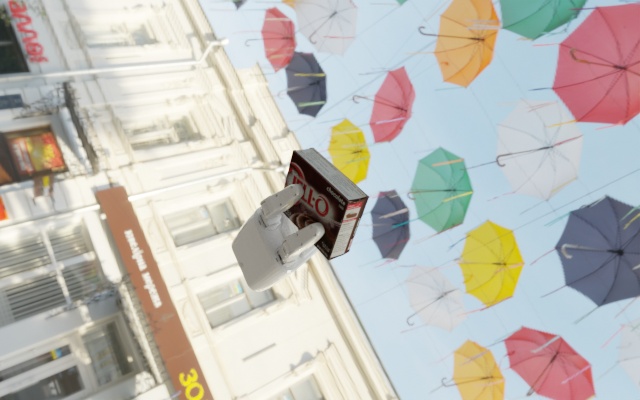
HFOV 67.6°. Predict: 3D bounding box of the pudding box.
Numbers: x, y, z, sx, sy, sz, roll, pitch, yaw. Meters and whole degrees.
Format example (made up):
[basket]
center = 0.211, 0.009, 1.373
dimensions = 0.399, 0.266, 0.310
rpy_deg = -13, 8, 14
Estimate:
[pudding box]
center = 0.000, 0.002, 0.582
dimensions = 0.039, 0.090, 0.113
rpy_deg = -17, 46, -38
